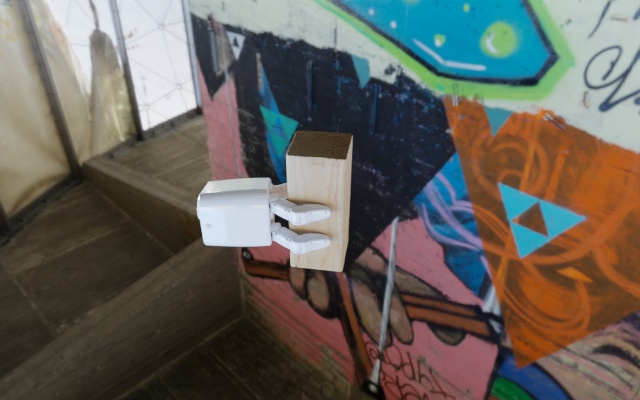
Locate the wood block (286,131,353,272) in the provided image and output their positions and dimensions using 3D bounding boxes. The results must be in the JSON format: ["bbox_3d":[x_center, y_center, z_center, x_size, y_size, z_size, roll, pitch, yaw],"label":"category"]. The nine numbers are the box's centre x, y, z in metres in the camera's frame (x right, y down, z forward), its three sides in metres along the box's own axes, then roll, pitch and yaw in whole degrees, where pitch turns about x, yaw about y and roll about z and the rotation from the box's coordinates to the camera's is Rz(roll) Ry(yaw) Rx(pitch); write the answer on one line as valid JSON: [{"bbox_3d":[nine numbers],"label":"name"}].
[{"bbox_3d":[0.000,0.002,0.764,0.090,0.206,0.090,5,33,7],"label":"wood block"}]
